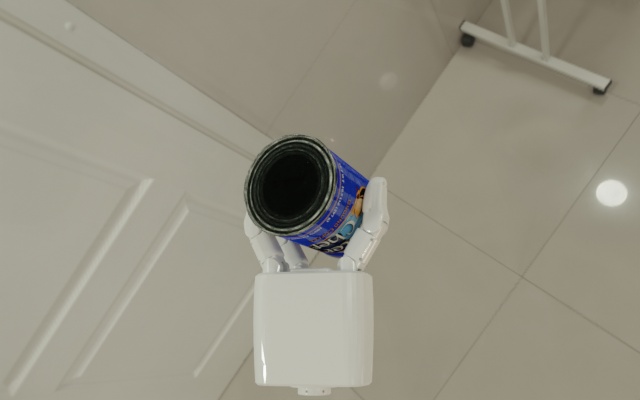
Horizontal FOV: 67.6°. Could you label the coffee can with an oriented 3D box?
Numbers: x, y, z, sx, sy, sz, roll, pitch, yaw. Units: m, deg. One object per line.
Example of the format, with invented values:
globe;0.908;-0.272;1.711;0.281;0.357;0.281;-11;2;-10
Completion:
coffee can;0.000;0.002;0.513;0.103;0.102;0.140;0;-15;28
